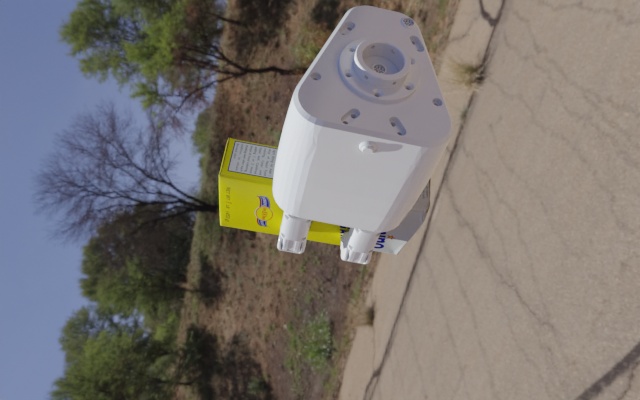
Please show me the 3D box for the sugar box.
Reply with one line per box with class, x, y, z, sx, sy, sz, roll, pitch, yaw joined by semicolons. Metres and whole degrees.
sugar box;0.000;0.002;0.431;0.176;0.048;0.093;12;-30;-4
